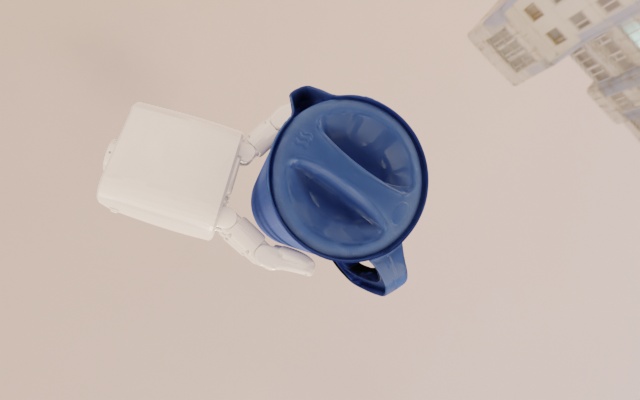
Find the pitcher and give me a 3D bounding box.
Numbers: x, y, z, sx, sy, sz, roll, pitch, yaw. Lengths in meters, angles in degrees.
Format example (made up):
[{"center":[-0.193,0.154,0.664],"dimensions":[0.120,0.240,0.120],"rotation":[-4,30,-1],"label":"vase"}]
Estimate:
[{"center":[0.000,0.001,0.482],"dimensions":[0.145,0.149,0.243],"rotation":[17,-9,-12],"label":"pitcher"}]
